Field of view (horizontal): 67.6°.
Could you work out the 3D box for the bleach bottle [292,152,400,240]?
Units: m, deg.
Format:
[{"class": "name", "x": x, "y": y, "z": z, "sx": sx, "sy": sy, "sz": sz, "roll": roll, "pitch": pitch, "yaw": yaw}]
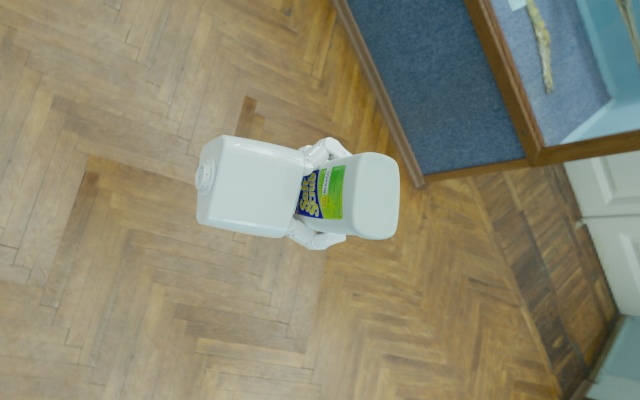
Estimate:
[{"class": "bleach bottle", "x": 0.000, "y": 0.002, "z": 0.642, "sx": 0.068, "sy": 0.102, "sz": 0.251, "roll": 10, "pitch": -10, "yaw": -31}]
